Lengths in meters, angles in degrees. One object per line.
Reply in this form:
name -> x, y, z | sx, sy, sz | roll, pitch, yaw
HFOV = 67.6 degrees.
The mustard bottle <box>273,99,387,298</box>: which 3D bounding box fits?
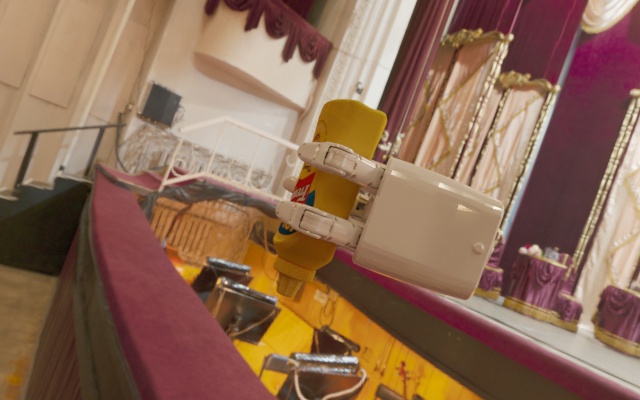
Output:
mustard bottle -> 0.000, 0.001, 0.461 | 0.058, 0.191, 0.096 | 21, -1, -20
